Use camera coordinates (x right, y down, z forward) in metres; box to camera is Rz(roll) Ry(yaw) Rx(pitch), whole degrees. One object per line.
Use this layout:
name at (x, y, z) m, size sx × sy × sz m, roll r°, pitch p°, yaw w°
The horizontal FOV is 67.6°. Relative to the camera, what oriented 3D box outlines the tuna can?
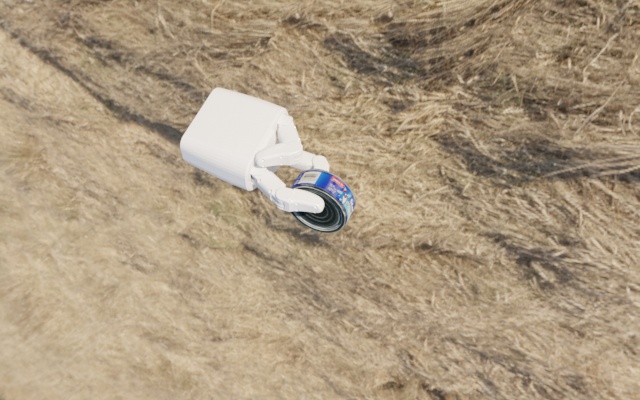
tuna can at (0.000, 0.002, 0.615) m, size 0.086 × 0.086 × 0.033 m, roll 0°, pitch 43°, yaw 33°
